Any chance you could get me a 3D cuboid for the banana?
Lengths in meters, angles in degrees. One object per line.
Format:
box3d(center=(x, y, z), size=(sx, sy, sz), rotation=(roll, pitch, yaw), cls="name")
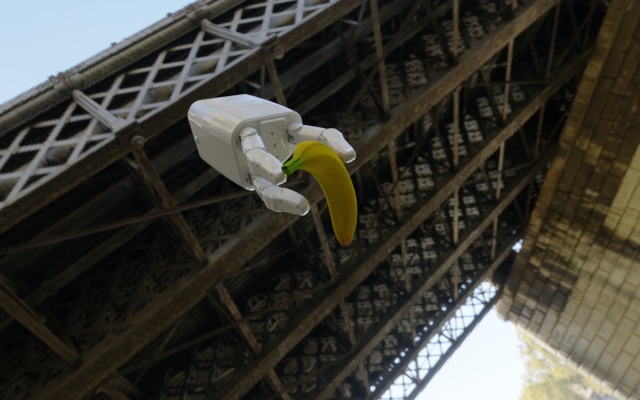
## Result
box3d(center=(0.009, -0.015, 0.573), size=(0.037, 0.069, 0.198), rotation=(26, -15, 35), cls="banana")
